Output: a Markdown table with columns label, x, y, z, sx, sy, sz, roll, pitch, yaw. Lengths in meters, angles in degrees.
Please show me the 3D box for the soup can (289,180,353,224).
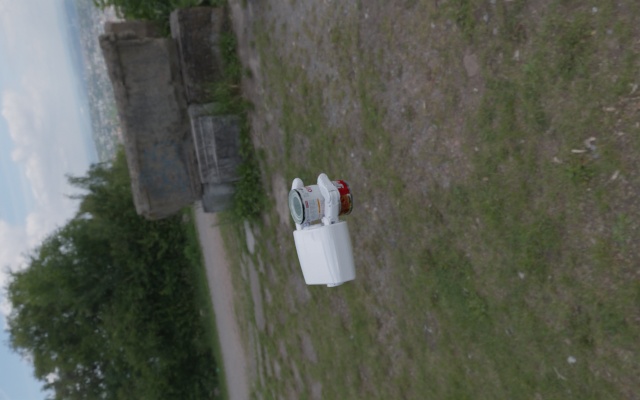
| label | x | y | z | sx | sy | sz | roll | pitch | yaw |
| --- | --- | --- | --- | --- | --- | --- | --- | --- | --- |
| soup can | 0.000 | 0.002 | 0.886 | 0.102 | 0.068 | 0.068 | -12 | 5 | -24 |
